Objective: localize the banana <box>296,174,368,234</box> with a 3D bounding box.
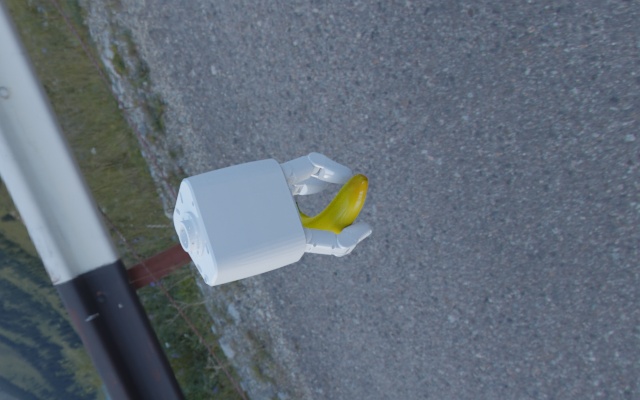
[{"bbox_3d":[0.003,0.021,0.607,0.037,0.069,0.198,-10,-5,-31],"label":"banana"}]
